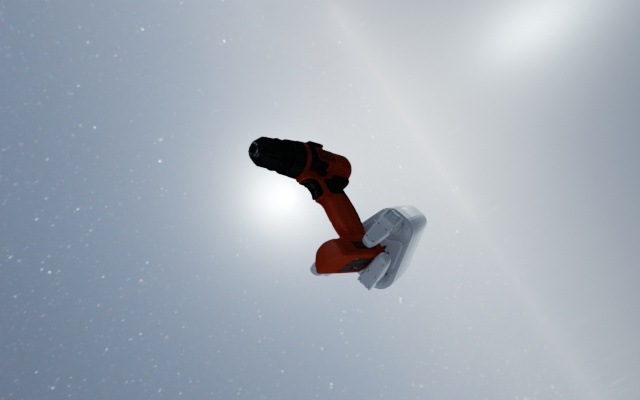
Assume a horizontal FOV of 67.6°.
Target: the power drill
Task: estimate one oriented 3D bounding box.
[{"bbox_3d":[0.000,0.003,0.630,0.184,0.187,0.057,7,-36,-48],"label":"power drill"}]
